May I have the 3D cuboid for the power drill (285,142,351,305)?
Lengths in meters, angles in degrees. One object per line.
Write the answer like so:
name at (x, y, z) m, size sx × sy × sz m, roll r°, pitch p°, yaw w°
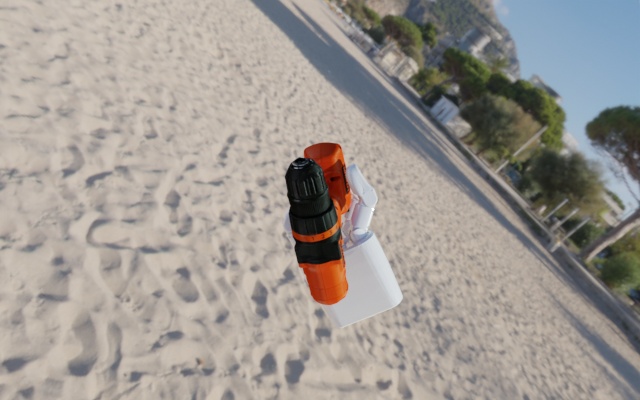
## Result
power drill at (0.000, 0.002, 0.576) m, size 0.057 × 0.184 × 0.187 m, roll -4°, pitch 31°, yaw 9°
